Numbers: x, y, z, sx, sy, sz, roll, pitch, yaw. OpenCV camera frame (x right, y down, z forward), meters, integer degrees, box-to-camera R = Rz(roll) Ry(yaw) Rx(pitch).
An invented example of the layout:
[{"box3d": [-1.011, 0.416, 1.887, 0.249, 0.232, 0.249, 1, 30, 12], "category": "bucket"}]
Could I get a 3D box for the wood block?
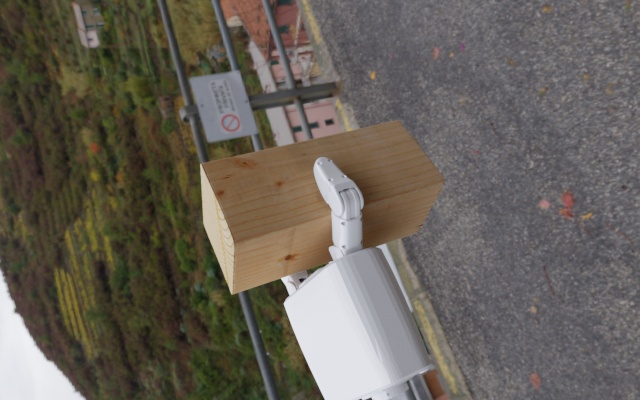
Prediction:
[{"box3d": [0.000, 0.002, 0.460, 0.206, 0.090, 0.091, -15, -34, -23], "category": "wood block"}]
